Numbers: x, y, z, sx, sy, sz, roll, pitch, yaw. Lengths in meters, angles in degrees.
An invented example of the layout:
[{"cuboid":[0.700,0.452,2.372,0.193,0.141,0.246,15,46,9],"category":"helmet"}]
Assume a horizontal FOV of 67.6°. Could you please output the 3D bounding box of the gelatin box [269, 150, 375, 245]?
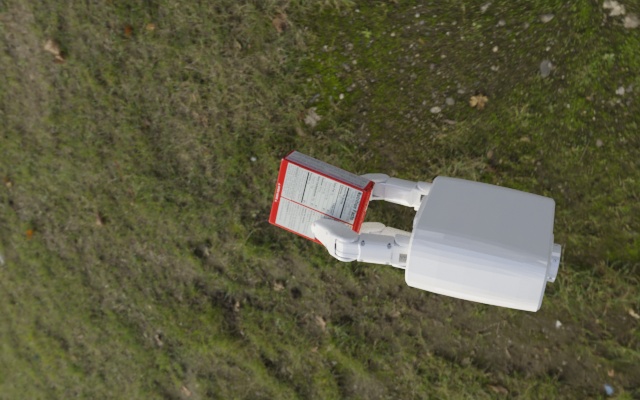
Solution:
[{"cuboid":[0.000,0.002,0.462,0.089,0.073,0.030,22,30,13],"category":"gelatin box"}]
